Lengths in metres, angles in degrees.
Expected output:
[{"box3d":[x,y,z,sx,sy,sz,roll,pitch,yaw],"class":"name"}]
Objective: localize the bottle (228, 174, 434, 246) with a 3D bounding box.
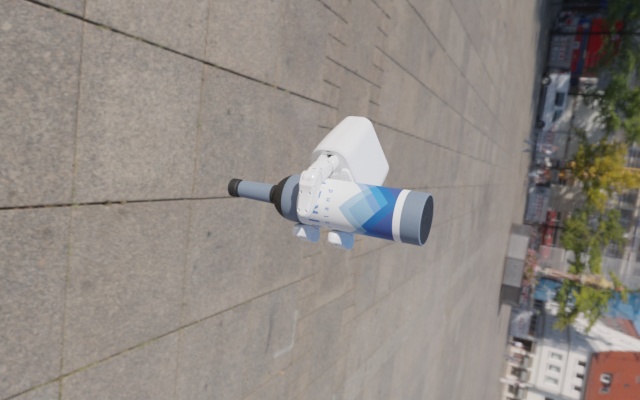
[{"box3d":[0.000,0.002,0.652,0.295,0.069,0.069,10,4,25],"class":"bottle"}]
